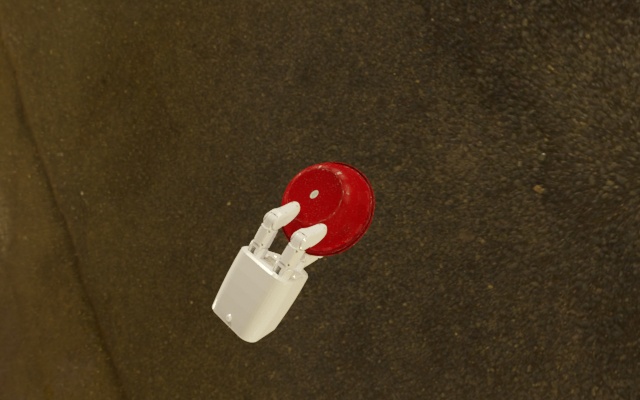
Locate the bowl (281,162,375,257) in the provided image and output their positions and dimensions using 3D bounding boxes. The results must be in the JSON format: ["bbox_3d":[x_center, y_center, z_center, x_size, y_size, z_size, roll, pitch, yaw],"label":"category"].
[{"bbox_3d":[0.000,0.001,0.744,0.162,0.162,0.055,0,-21,22],"label":"bowl"}]
